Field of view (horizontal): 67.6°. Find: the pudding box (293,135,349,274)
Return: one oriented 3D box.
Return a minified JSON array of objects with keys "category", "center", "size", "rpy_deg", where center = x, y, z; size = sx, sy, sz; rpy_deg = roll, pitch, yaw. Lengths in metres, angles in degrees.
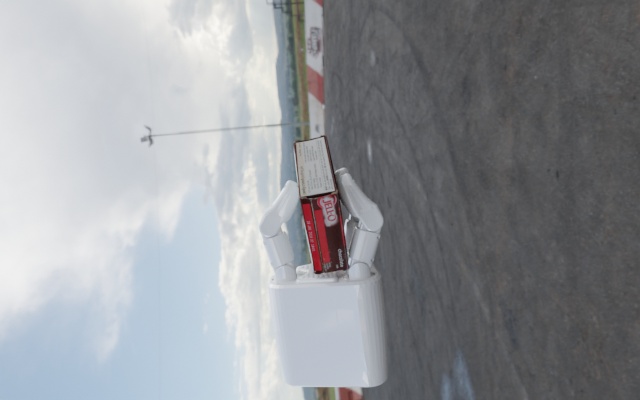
[{"category":"pudding box","center":[0.000,0.002,0.466],"size":[0.039,0.090,0.113],"rpy_deg":[-10,34,-2]}]
